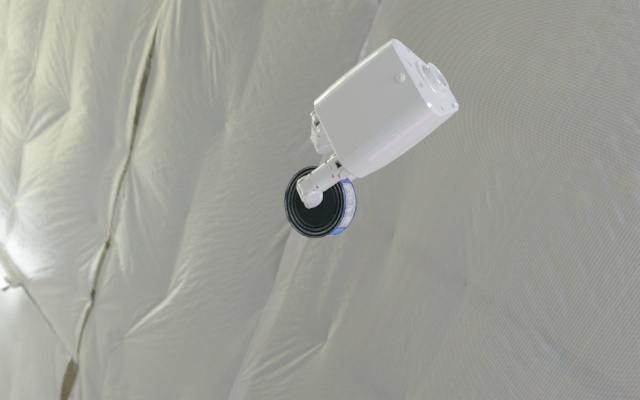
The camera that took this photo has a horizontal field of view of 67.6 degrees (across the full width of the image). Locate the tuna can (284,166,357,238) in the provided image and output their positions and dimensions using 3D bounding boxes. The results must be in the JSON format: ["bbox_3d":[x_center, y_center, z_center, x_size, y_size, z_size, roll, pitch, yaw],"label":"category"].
[{"bbox_3d":[0.000,0.002,0.576,0.086,0.086,0.034,0,0,33],"label":"tuna can"}]
